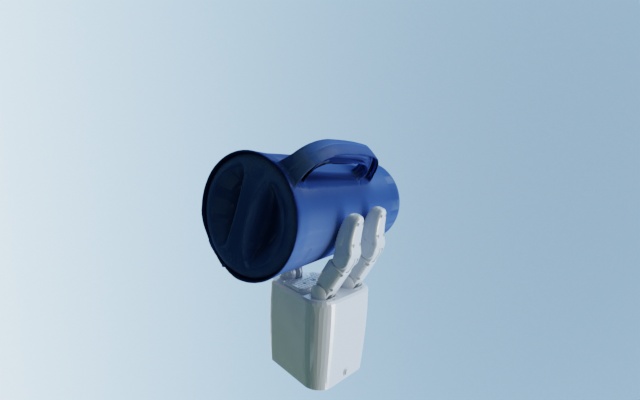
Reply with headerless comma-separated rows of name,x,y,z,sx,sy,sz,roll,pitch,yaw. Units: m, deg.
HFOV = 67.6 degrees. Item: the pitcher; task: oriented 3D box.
pitcher,0.000,0.002,0.558,0.149,0.145,0.243,7,9,36
